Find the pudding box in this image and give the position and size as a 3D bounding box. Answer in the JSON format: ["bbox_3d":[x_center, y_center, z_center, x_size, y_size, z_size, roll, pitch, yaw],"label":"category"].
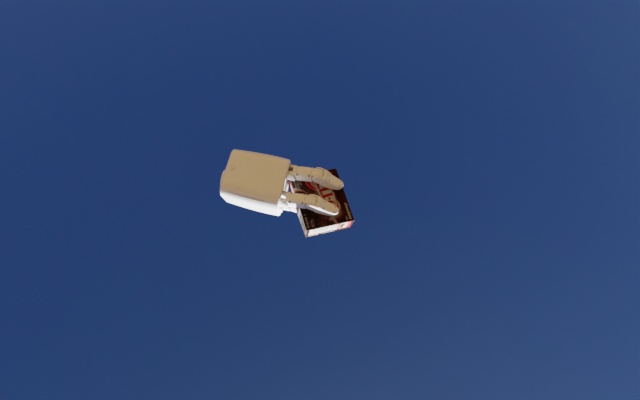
[{"bbox_3d":[0.000,0.003,0.862,0.090,0.113,0.039,-12,-23,-14],"label":"pudding box"}]
